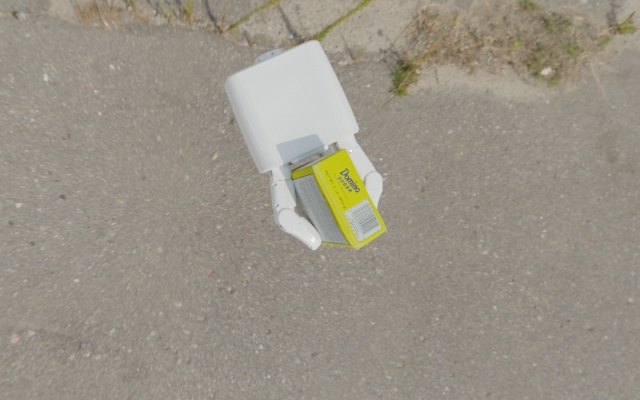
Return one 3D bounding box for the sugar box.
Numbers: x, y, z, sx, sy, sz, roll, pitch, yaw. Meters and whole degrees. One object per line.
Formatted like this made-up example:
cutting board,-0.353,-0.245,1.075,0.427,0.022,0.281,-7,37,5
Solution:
sugar box,0.001,0.001,0.535,0.048,0.093,0.176,-29,8,-16
